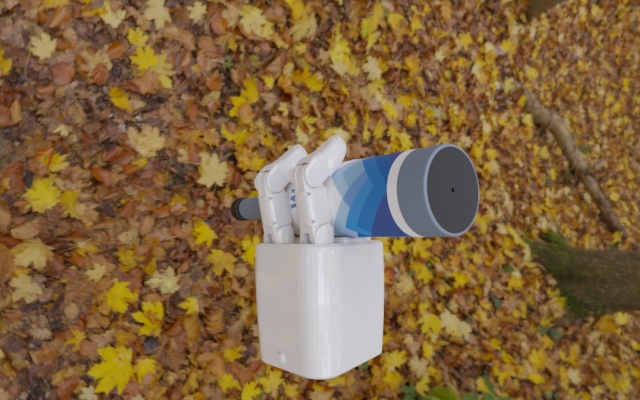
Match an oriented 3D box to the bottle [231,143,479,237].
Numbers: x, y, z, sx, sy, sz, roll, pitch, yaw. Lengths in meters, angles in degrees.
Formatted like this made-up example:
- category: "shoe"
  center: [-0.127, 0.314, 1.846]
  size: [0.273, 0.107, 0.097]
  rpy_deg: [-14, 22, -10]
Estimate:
- category: "bottle"
  center: [0.000, 0.001, 0.450]
  size: [0.069, 0.069, 0.296]
  rpy_deg: [0, -4, -40]
